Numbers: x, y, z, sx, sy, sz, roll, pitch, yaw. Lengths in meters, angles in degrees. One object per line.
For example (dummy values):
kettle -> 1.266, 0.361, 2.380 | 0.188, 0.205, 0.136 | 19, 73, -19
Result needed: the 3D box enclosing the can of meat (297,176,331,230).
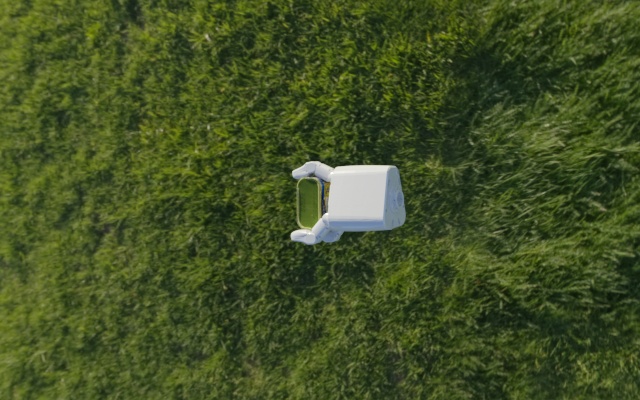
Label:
can of meat -> 0.000, 0.003, 0.894 | 0.057, 0.102, 0.084 | 3, 7, 32
